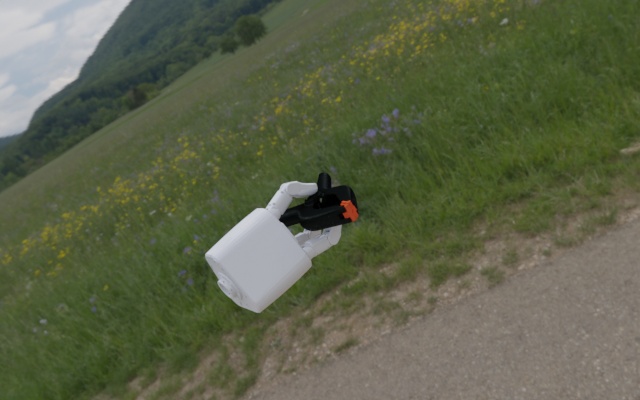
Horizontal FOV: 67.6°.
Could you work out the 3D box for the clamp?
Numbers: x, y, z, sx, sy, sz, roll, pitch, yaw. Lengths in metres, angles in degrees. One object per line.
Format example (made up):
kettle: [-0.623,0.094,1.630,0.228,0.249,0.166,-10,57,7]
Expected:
clamp: [0.000,0.002,0.748,0.164,0.036,0.210,-41,21,-27]
